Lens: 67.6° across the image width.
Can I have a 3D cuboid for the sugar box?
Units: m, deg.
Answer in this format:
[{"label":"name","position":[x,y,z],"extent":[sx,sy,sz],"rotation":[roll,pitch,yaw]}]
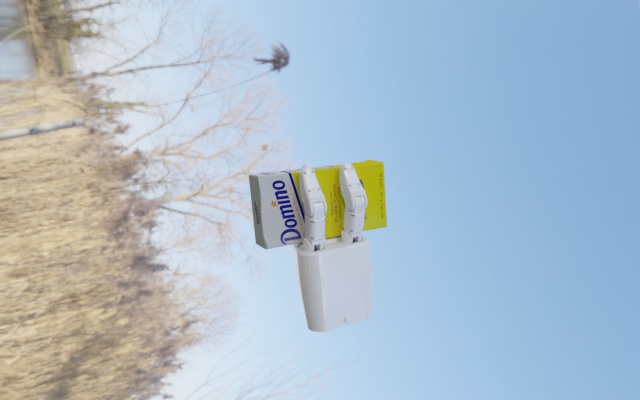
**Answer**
[{"label":"sugar box","position":[0.000,0.002,0.621],"extent":[0.176,0.093,0.048],"rotation":[-10,11,-25]}]
